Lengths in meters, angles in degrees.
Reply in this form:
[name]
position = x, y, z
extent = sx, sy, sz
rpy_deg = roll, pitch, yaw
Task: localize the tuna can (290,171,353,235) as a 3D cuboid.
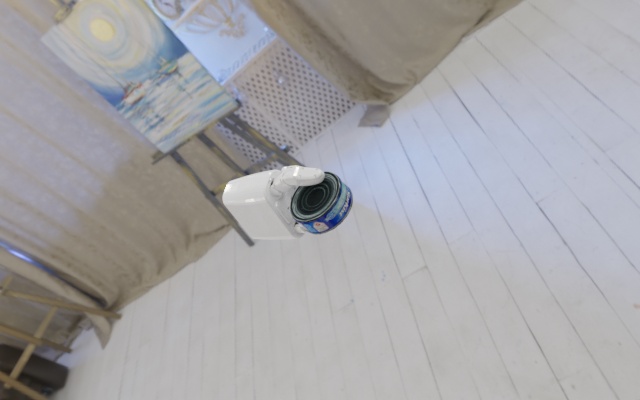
[tuna can]
position = 0.000, 0.002, 0.663
extent = 0.086, 0.086, 0.034
rpy_deg = 0, -33, 40
